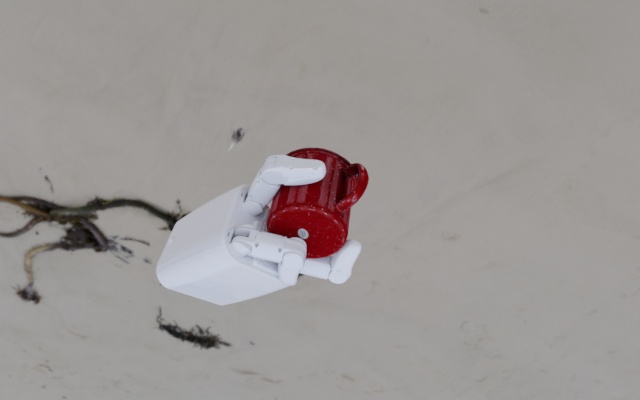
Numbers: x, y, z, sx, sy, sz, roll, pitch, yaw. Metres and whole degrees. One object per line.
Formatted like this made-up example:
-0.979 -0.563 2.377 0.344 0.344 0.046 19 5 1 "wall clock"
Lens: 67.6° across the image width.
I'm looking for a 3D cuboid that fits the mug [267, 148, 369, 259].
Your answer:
0.001 0.001 0.490 0.117 0.081 0.093 -25 -54 30 "mug"
